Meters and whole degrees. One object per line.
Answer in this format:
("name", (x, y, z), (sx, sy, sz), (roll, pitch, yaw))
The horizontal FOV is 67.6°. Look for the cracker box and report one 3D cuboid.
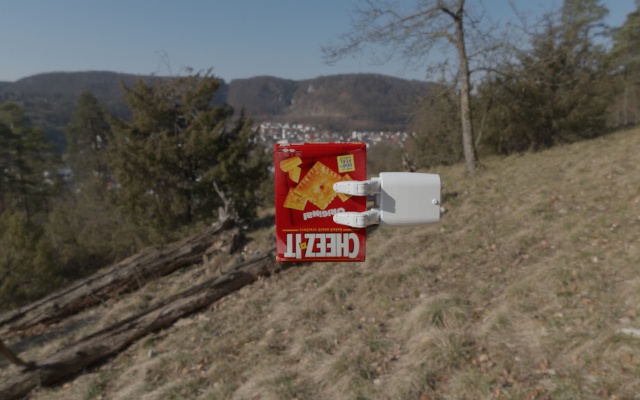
("cracker box", (0.000, 0.003, 0.867), (0.164, 0.214, 0.072), (0, 9, 0))
